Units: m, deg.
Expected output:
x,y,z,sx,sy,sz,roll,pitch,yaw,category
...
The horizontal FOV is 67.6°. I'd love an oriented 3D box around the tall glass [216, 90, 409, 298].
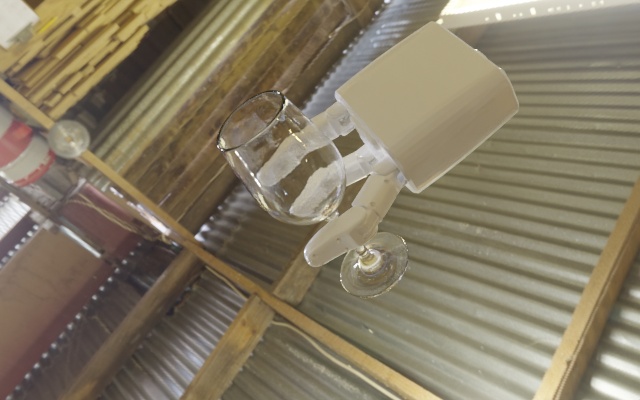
x,y,z,sx,sy,sz,roll,pitch,yaw,category
0.000,0.002,0.406,0.079,0.079,0.201,0,-37,41,tall glass
